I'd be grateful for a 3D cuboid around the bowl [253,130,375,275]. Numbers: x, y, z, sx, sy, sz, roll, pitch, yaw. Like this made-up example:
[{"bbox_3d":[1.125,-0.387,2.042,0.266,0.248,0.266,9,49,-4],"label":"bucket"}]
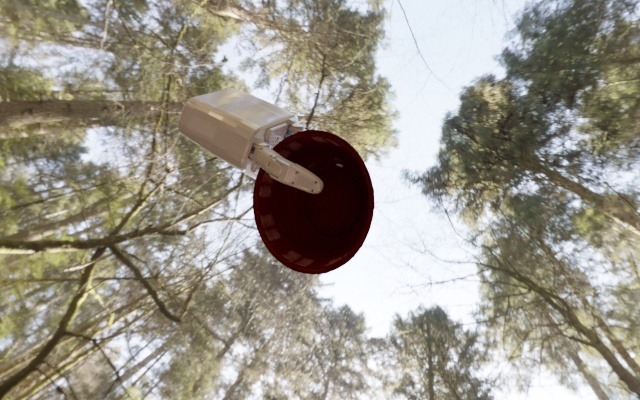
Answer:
[{"bbox_3d":[0.001,0.003,0.554,0.162,0.162,0.055,0,0,32],"label":"bowl"}]
